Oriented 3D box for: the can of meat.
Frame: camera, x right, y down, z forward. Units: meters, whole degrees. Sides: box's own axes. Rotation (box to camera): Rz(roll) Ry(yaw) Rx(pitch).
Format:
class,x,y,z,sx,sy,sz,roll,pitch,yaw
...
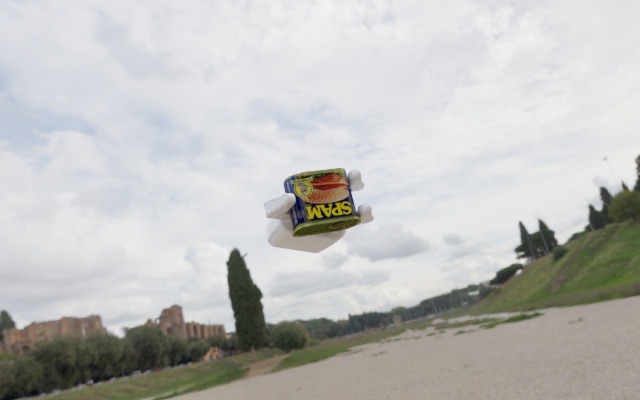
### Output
class,x,y,z,sx,sy,sz,roll,pitch,yaw
can of meat,0.000,0.002,0.713,0.102,0.084,0.057,-7,-18,-20
